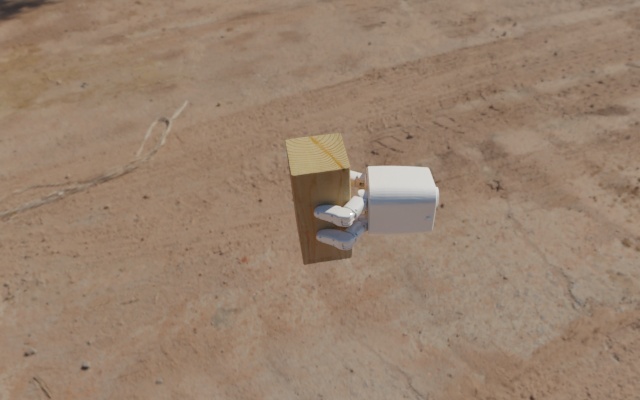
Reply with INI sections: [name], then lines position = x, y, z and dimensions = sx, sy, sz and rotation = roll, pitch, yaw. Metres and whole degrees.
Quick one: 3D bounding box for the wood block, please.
[wood block]
position = 0.000, 0.002, 0.789
dimensions = 0.090, 0.206, 0.090
rotation = -8, 44, -4
